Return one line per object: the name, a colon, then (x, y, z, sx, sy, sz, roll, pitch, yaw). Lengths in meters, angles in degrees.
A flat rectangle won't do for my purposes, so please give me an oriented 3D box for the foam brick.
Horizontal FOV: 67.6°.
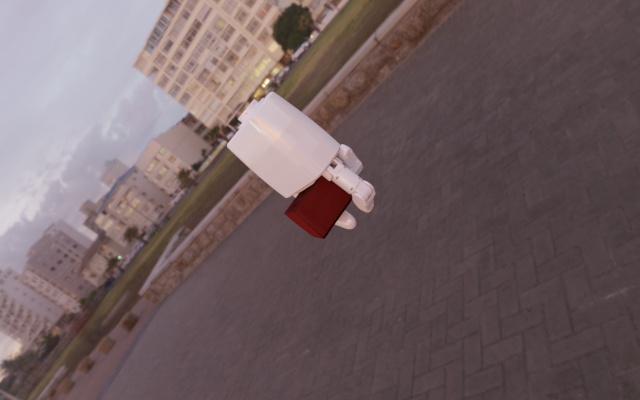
foam brick: (0.000, 0.002, 0.606, 0.051, 0.078, 0.053, 39, -14, -14)
